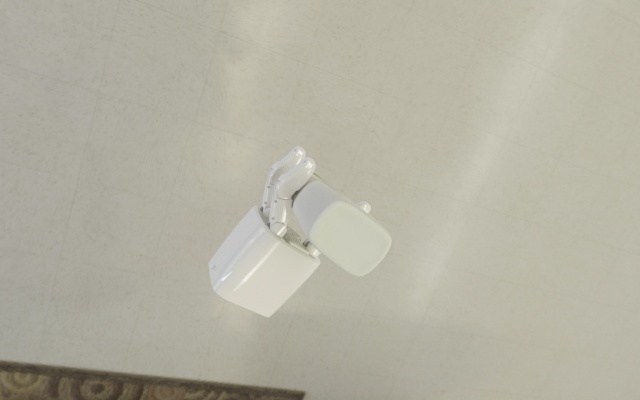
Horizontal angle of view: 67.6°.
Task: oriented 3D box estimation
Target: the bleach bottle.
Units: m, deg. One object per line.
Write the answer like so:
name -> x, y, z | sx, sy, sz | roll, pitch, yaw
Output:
bleach bottle -> 0.000, 0.002, 0.638 | 0.102, 0.068, 0.250 | 38, 5, -24
